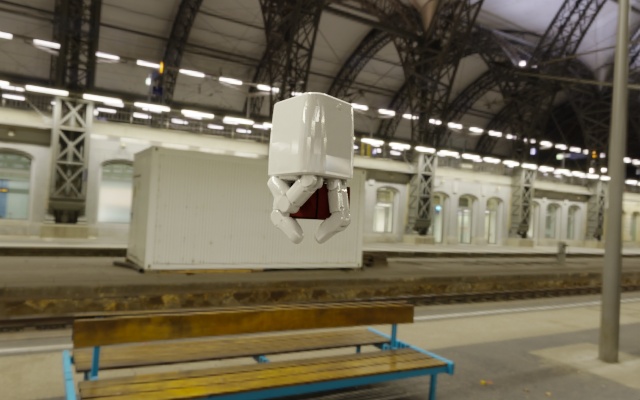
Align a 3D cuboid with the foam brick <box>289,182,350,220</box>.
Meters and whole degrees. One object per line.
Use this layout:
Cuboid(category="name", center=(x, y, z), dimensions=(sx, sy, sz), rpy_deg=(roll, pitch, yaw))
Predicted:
Cuboid(category="foam brick", center=(0.000, 0.002, 0.685), dimensions=(0.053, 0.051, 0.078), rpy_deg=(0, -3, 38))
